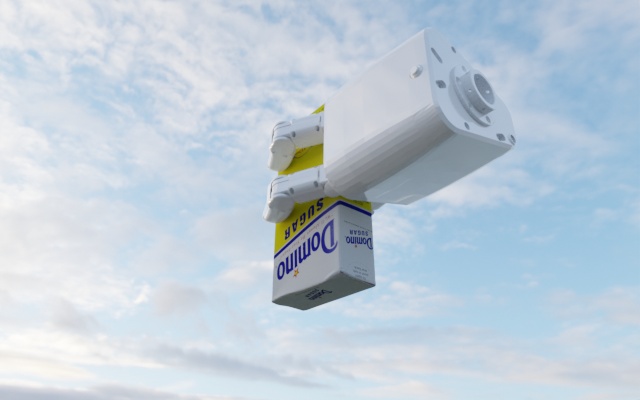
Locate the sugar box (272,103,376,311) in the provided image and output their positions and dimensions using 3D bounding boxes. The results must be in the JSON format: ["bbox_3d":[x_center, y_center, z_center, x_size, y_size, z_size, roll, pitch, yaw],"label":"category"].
[{"bbox_3d":[0.000,0.001,0.432,0.048,0.176,0.093,24,-37,-33],"label":"sugar box"}]
